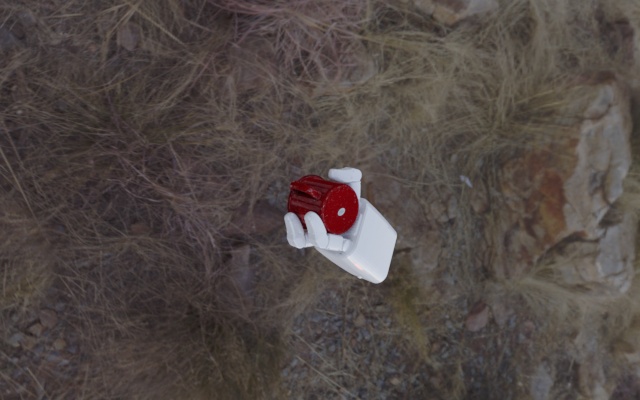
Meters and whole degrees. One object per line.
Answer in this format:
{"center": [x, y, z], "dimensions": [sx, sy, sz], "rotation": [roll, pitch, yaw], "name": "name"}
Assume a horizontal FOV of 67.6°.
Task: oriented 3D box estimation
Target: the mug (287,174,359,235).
{"center": [-0.001, 0.002, 0.759], "dimensions": [0.081, 0.093, 0.117], "rotation": [14, -21, 49], "name": "mug"}
